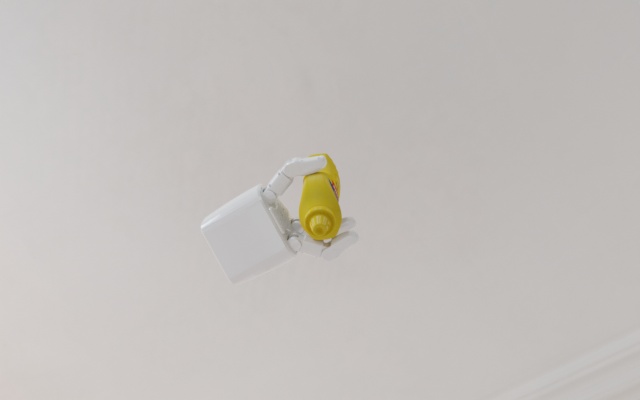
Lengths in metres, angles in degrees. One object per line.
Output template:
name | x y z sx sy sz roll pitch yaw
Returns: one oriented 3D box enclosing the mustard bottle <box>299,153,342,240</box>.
mustard bottle | 0.000 0.002 0.688 0.058 0.096 0.191 -6 21 4
